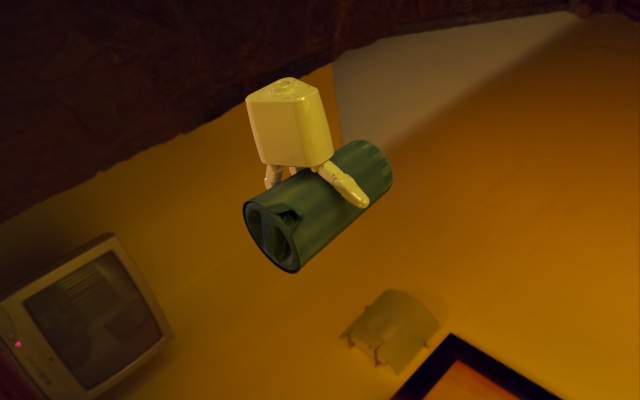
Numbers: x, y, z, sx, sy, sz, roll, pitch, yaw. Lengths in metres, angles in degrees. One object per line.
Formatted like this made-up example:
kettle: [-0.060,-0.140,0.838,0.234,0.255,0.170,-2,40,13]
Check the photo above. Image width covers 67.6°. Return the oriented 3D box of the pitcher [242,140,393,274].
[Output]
pitcher: [0.000,0.002,0.787,0.242,0.145,0.149,-35,38,-30]
